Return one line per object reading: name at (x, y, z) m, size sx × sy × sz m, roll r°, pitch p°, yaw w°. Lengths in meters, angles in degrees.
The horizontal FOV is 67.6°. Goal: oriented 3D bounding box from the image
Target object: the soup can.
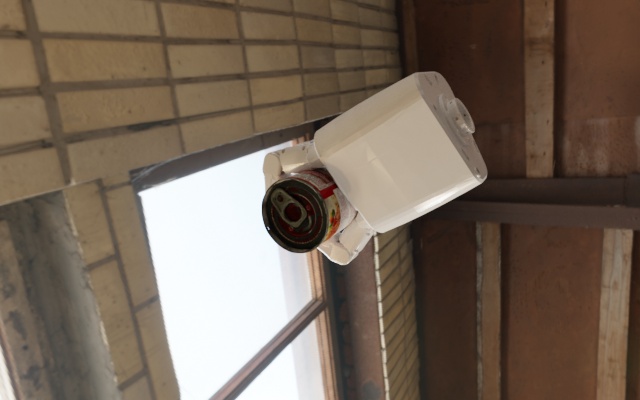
soup can at (0.000, 0.002, 0.455) m, size 0.068 × 0.068 × 0.102 m, roll 0°, pitch 14°, yaw 29°
